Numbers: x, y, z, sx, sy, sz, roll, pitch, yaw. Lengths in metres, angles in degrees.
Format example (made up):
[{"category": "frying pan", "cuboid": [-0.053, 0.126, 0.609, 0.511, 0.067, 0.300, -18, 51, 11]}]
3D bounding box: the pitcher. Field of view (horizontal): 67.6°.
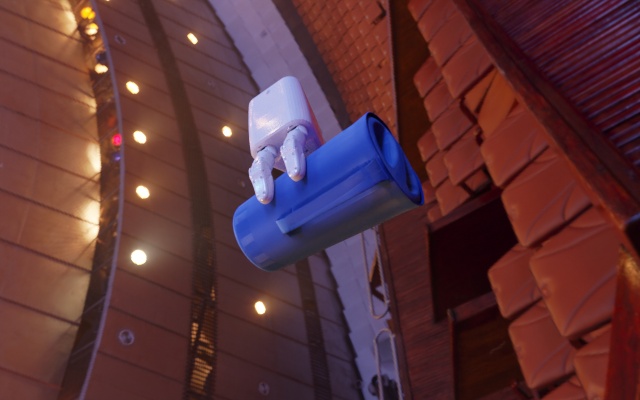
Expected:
[{"category": "pitcher", "cuboid": [0.000, 0.002, 0.628, 0.243, 0.145, 0.149, -31, -42, 23]}]
